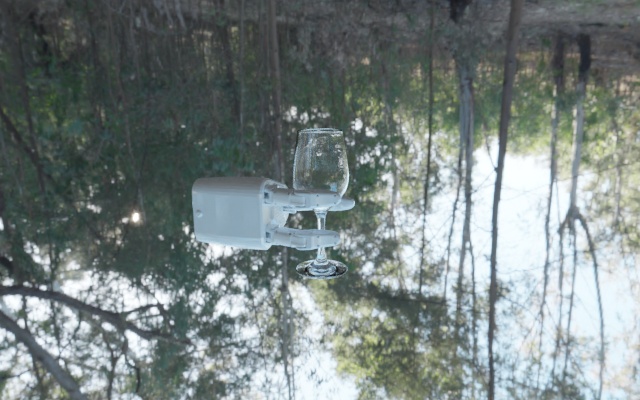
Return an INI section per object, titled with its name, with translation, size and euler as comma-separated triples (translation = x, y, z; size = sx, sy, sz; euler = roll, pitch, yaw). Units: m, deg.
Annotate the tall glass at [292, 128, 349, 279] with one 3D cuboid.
[tall glass]
translation = 0.000, 0.003, 0.666
size = 0.079, 0.201, 0.079
euler = 0, 13, 0
